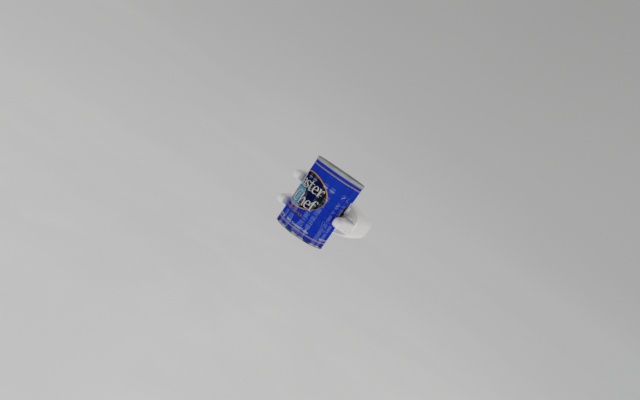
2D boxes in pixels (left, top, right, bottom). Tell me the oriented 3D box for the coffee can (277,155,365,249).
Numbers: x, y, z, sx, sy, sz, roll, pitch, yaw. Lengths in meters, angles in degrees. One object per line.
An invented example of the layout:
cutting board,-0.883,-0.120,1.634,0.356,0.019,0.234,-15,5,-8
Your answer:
coffee can,0.000,0.003,0.881,0.103,0.140,0.103,34,6,-4
